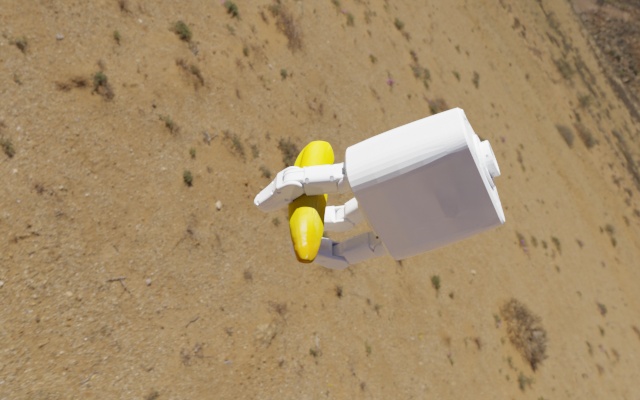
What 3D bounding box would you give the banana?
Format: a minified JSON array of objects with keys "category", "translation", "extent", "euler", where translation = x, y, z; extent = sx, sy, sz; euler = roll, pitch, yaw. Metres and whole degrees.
[{"category":"banana","translation":[-0.005,-0.016,0.494],"extent":[0.037,0.070,0.197],"euler":[-13,25,14]}]
